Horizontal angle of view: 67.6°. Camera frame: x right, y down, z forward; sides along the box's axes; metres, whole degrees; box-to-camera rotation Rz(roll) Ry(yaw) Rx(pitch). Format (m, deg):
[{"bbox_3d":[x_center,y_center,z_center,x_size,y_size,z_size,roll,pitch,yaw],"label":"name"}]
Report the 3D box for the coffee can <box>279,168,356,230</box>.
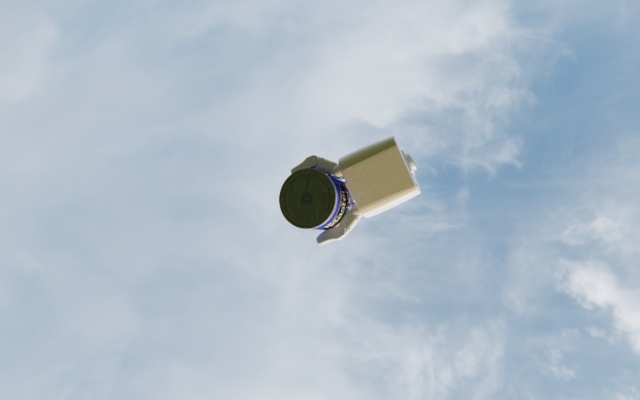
[{"bbox_3d":[0.000,0.003,0.859,0.103,0.103,0.140,0,-5,19],"label":"coffee can"}]
